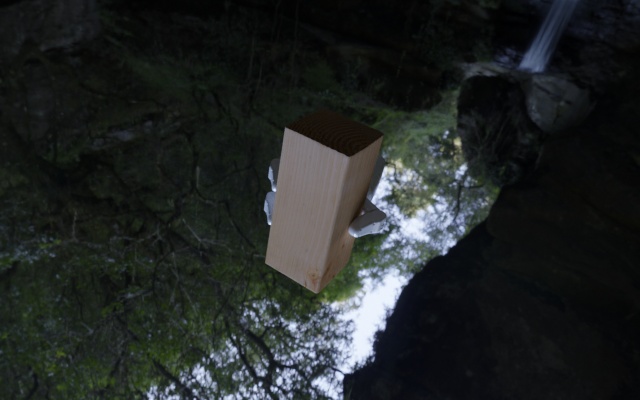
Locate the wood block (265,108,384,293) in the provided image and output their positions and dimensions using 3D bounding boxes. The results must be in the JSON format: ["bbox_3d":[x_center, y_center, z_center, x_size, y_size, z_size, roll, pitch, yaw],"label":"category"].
[{"bbox_3d":[0.001,0.002,0.611,0.091,0.206,0.090,26,36,21],"label":"wood block"}]
